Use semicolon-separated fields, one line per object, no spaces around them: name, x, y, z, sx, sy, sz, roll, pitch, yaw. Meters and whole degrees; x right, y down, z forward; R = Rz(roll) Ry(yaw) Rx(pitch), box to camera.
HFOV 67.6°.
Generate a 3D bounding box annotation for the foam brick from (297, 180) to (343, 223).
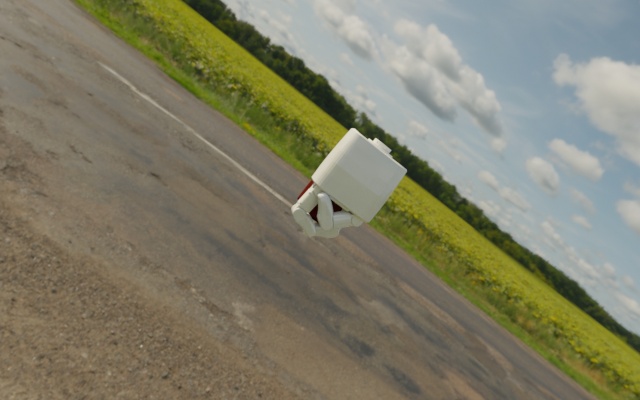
foam brick;0.000;0.003;0.828;0.053;0.051;0.078;33;10;-21
